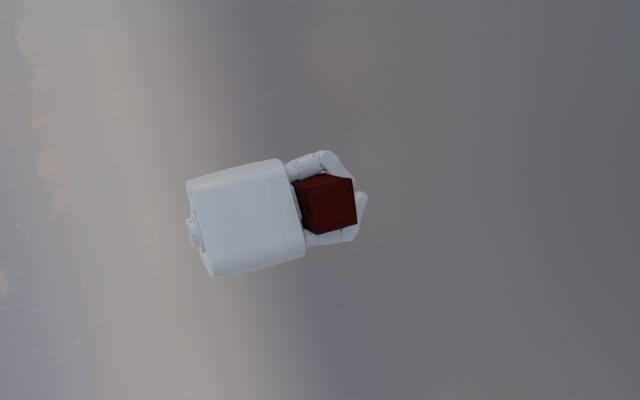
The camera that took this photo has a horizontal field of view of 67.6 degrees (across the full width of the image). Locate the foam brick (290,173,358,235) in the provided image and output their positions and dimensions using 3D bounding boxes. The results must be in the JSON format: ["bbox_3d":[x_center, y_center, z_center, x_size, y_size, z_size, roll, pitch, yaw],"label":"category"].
[{"bbox_3d":[0.000,0.002,0.535,0.051,0.053,0.078,-14,12,-20],"label":"foam brick"}]
